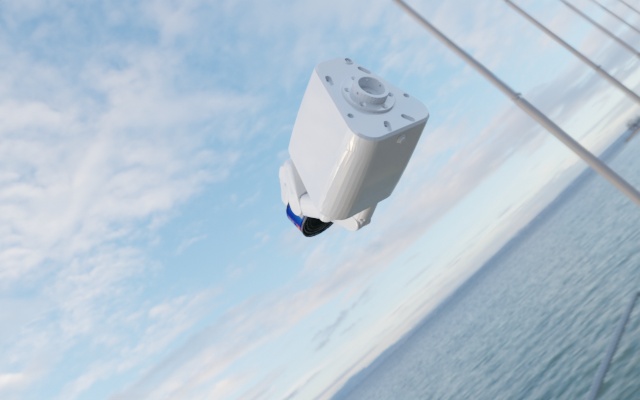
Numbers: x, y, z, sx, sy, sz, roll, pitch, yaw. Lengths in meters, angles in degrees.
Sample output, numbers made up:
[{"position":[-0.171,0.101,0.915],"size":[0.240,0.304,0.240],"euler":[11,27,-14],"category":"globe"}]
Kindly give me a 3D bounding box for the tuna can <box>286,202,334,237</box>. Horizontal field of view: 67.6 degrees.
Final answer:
[{"position":[0.000,0.002,0.579],"size":[0.033,0.086,0.086],"euler":[44,20,23],"category":"tuna can"}]
